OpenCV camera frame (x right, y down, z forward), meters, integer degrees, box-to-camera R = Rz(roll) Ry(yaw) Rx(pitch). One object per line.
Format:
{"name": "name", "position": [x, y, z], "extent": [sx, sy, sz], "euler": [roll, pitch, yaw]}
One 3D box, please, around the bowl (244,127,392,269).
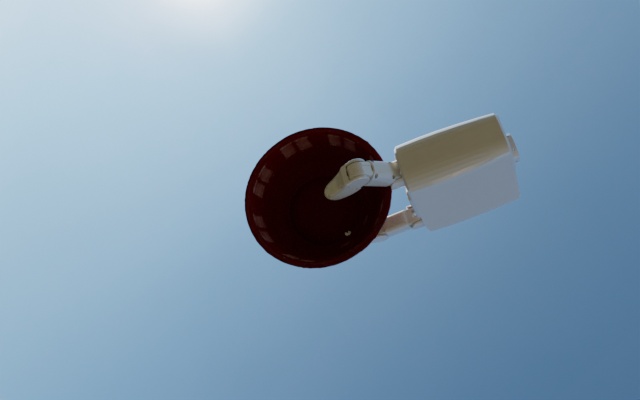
{"name": "bowl", "position": [-0.001, 0.002, 0.535], "extent": [0.162, 0.162, 0.055], "euler": [0, -20, 12]}
